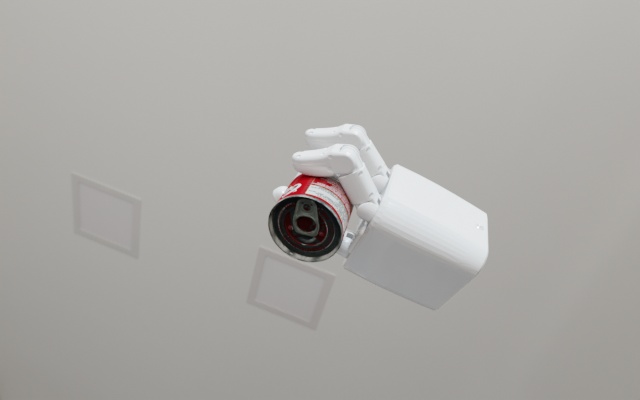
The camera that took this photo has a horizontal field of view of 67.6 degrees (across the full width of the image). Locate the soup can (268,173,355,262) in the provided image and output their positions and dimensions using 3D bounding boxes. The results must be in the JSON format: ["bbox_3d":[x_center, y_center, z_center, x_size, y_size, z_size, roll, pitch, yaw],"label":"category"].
[{"bbox_3d":[0.000,0.001,0.454,0.068,0.068,0.102,0,29,18],"label":"soup can"}]
